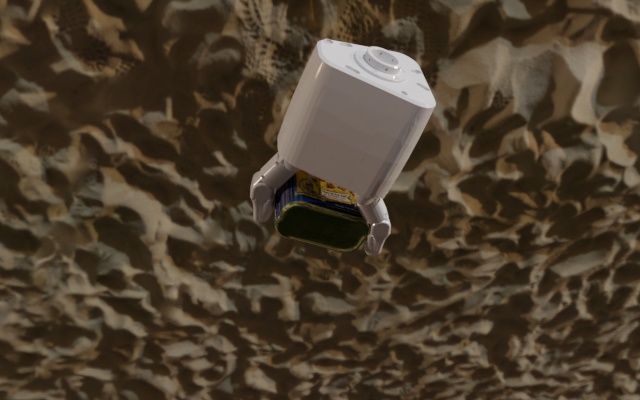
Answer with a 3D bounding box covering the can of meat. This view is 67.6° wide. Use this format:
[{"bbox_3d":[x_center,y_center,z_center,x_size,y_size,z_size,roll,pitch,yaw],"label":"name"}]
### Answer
[{"bbox_3d":[0.000,0.002,0.512,0.102,0.057,0.083,15,39,-19],"label":"can of meat"}]
